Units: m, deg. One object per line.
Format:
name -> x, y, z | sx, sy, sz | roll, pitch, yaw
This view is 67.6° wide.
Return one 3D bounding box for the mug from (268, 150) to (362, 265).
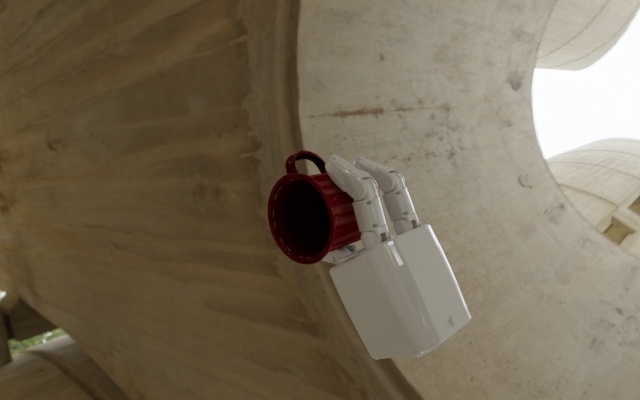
mug -> 0.000, 0.000, 0.507 | 0.081, 0.117, 0.093 | -14, -13, -47
